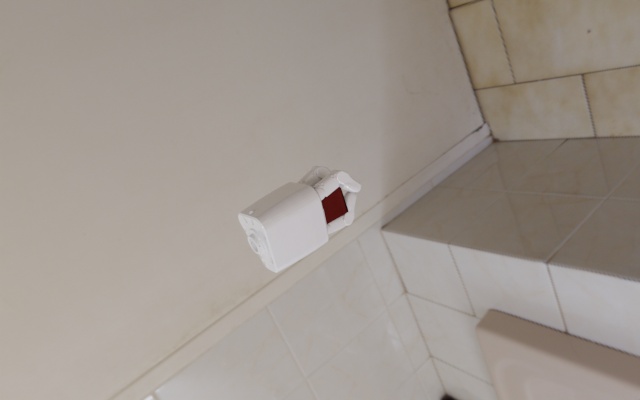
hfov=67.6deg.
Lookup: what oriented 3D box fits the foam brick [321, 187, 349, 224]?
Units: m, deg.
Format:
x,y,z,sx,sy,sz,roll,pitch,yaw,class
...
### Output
x,y,z,sx,sy,sz,roll,pitch,yaw,class
0.000,0.003,0.816,0.051,0.053,0.078,-29,20,-26,foam brick
